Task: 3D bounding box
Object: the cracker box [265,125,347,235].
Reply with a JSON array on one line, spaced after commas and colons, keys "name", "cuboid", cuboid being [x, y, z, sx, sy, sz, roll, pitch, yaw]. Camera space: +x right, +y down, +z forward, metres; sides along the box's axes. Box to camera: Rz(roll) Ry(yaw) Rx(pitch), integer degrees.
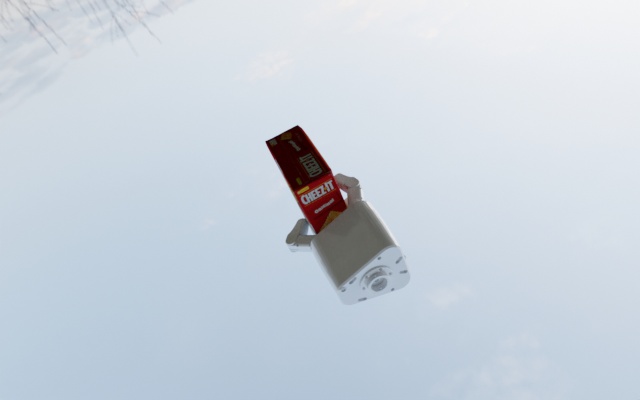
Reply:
[{"name": "cracker box", "cuboid": [0.000, 0.003, 0.793, 0.072, 0.214, 0.164, -29, 40, -3]}]
